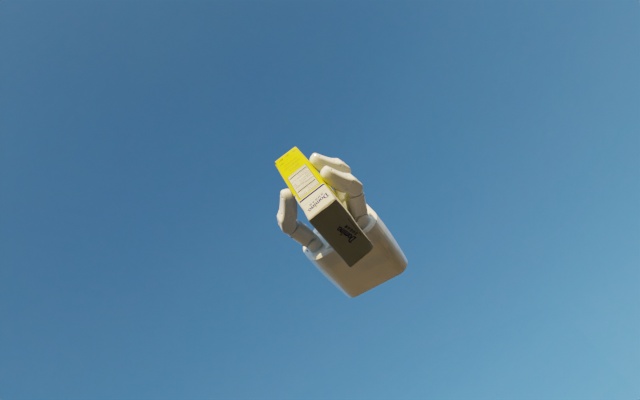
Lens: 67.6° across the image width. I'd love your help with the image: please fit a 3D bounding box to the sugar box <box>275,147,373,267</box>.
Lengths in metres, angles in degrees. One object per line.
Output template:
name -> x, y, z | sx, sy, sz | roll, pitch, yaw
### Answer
sugar box -> 0.001, 0.002, 0.618 | 0.048, 0.093, 0.176 | -40, 32, 0
